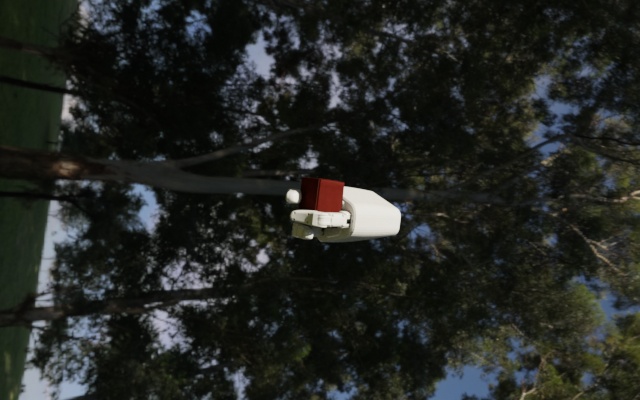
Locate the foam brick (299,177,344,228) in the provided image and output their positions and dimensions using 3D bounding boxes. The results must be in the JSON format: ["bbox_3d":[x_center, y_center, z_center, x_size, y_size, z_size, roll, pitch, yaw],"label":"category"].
[{"bbox_3d":[0.000,0.002,0.779,0.051,0.078,0.053,3,6,-35],"label":"foam brick"}]
